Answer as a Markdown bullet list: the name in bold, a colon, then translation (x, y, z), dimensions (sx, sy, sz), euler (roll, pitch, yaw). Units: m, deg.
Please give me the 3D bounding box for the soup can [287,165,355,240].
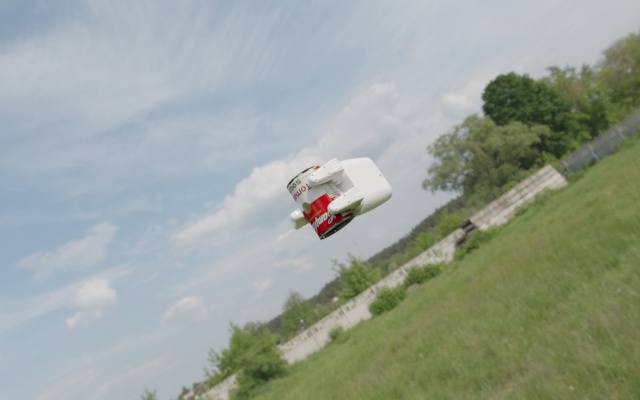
- **soup can**: translation (0.000, 0.002, 0.765), dimensions (0.068, 0.102, 0.068), euler (-33, -11, -7)
